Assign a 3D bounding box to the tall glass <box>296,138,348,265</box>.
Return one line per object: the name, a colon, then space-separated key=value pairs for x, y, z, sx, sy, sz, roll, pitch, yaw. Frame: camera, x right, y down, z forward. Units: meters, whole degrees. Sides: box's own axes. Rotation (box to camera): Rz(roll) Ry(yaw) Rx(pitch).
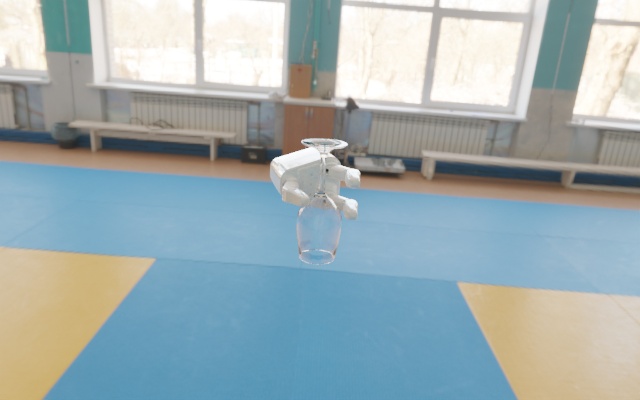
tall glass: x=0.000 y=0.002 z=0.792 sx=0.079 sy=0.201 sz=0.079 roll=3 pitch=18 yaw=-1
